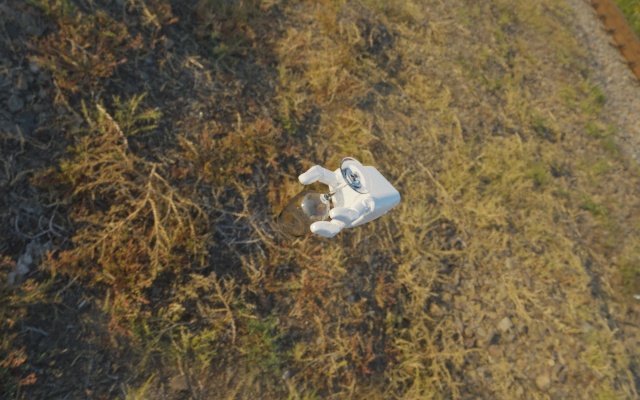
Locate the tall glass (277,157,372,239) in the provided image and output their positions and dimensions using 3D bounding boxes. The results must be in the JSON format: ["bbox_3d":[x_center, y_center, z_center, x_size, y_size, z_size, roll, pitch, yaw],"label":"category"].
[{"bbox_3d":[0.000,0.003,0.893,0.079,0.079,0.201,0,-28,-46],"label":"tall glass"}]
